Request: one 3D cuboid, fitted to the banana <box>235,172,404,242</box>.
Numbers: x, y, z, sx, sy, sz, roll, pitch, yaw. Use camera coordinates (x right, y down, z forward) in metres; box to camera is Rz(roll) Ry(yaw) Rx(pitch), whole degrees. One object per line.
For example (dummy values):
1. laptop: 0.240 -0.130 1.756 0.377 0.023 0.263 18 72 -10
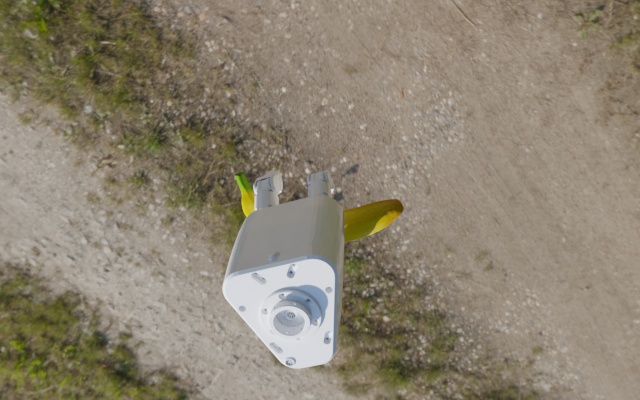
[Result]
1. banana: -0.006 0.018 0.551 0.198 0.070 0.037 10 20 0
